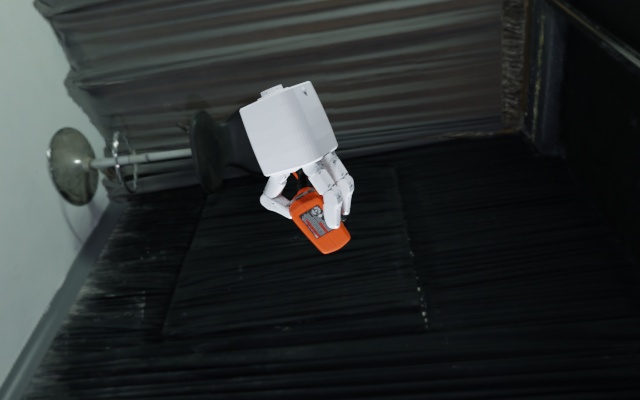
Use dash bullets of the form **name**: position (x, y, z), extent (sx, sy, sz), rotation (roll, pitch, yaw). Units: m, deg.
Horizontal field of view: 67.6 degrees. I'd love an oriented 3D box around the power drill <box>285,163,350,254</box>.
- **power drill**: position (0.000, 0.003, 0.788), extent (0.057, 0.184, 0.187), rotation (-34, 28, 12)
